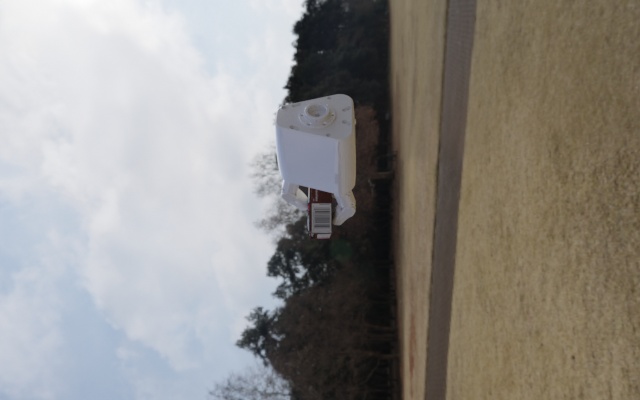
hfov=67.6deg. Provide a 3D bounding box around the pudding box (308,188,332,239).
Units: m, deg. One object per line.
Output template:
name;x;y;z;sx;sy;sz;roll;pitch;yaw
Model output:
pudding box;0.000;0.003;0.772;0.039;0.113;0.090;2;-9;0
